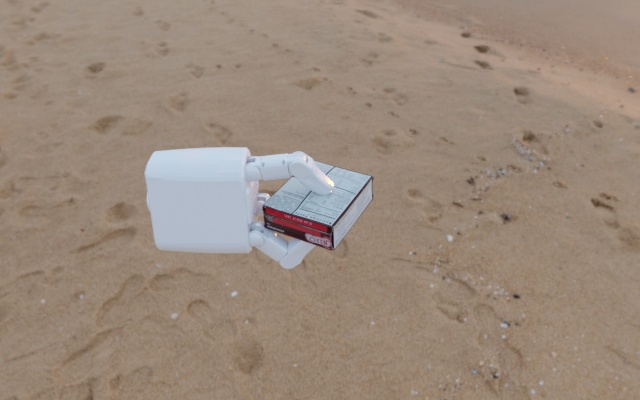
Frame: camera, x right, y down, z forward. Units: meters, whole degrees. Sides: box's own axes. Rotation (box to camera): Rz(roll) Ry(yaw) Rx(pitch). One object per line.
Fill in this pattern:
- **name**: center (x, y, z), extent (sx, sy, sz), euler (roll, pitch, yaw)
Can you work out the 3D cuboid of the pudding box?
- **pudding box**: center (0.000, 0.002, 0.553), extent (0.090, 0.039, 0.113), euler (17, 42, 23)
